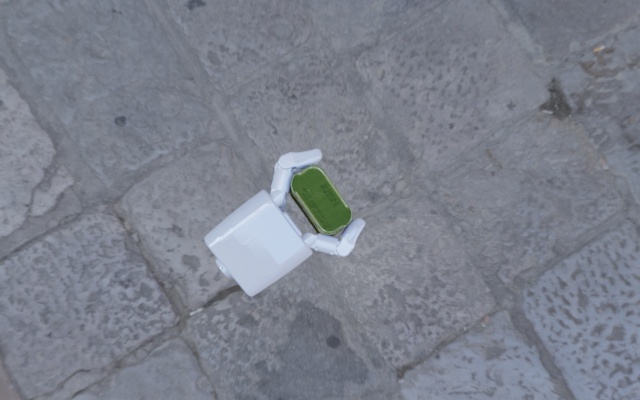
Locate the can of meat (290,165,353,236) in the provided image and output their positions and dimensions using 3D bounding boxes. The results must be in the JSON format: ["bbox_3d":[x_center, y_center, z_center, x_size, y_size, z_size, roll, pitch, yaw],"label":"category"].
[{"bbox_3d":[0.000,0.002,0.670,0.057,0.102,0.084,-35,-3,-4],"label":"can of meat"}]
